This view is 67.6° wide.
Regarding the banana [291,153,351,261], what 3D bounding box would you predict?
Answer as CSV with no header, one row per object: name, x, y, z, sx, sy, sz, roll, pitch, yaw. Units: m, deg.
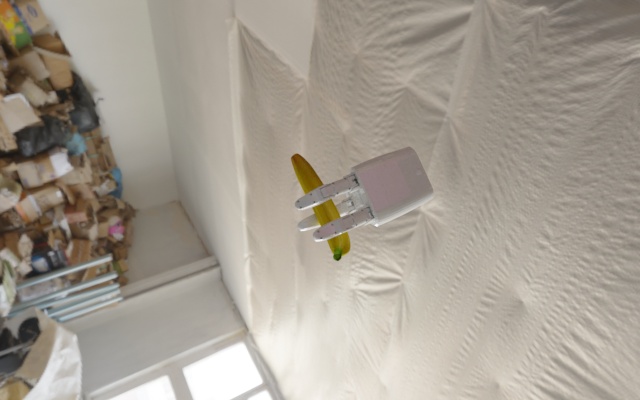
banana,0.005,0.013,0.758,0.037,0.197,0.070,-26,-26,1
